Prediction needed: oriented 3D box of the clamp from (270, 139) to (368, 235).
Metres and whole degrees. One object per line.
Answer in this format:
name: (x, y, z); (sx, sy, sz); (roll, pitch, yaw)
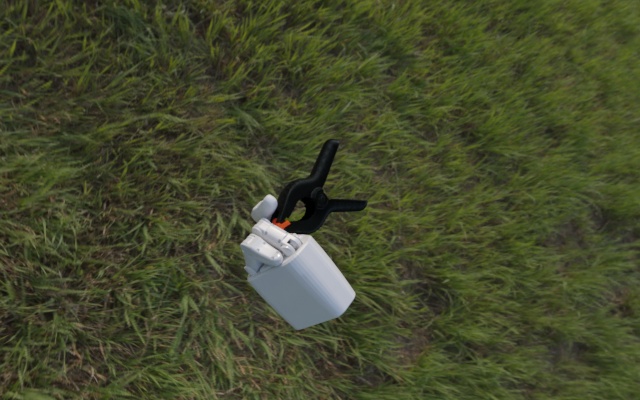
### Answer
clamp: (0.000, 0.002, 0.694); (0.171, 0.120, 0.039); (-46, 16, -28)
